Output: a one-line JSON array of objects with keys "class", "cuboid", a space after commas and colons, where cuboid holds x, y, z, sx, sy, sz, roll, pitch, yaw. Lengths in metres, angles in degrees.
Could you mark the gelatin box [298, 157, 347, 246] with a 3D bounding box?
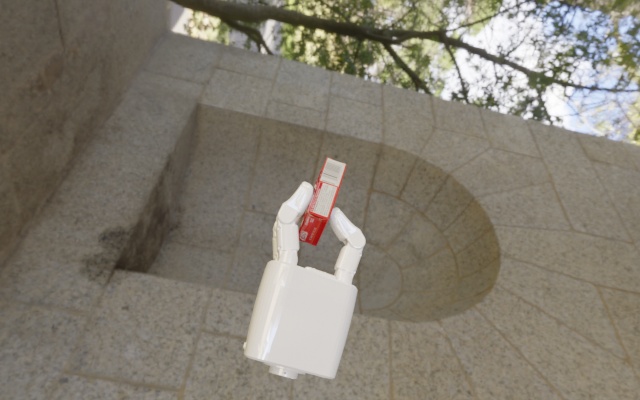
[{"class": "gelatin box", "cuboid": [0.001, 0.002, 0.603, 0.030, 0.089, 0.073, 21, -32, -2]}]
